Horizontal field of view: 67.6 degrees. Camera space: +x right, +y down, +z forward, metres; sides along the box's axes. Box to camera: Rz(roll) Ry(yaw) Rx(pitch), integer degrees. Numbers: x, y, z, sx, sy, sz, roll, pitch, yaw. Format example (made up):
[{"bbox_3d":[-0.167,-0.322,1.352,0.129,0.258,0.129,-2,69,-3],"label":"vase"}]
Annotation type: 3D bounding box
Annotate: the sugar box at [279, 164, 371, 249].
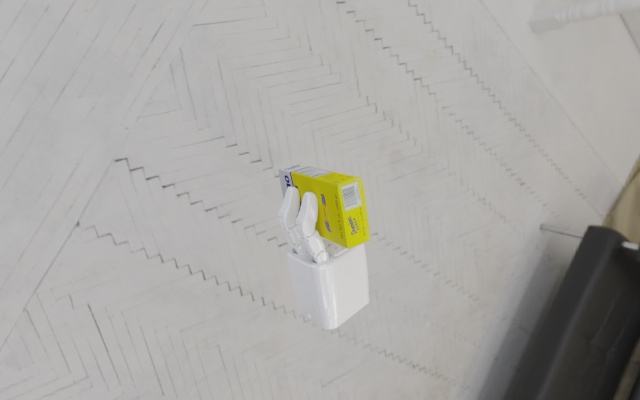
[{"bbox_3d":[0.000,0.003,0.699,0.048,0.093,0.176,-18,18,-30],"label":"sugar box"}]
